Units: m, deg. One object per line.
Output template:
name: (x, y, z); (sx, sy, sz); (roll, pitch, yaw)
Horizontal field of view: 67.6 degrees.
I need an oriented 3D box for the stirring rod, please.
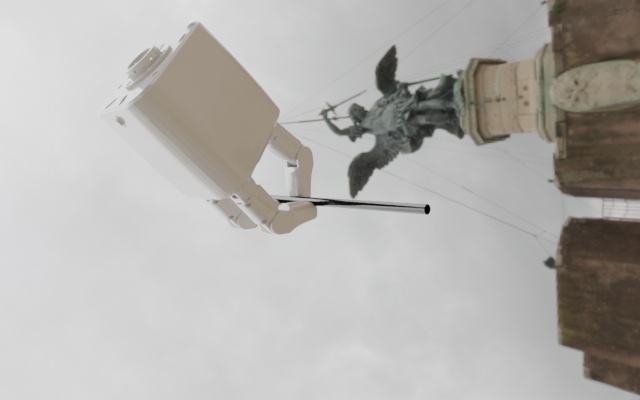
stirring rod: (0.000, 0.001, 0.448); (0.011, 0.011, 0.239); (0, 2, -42)
